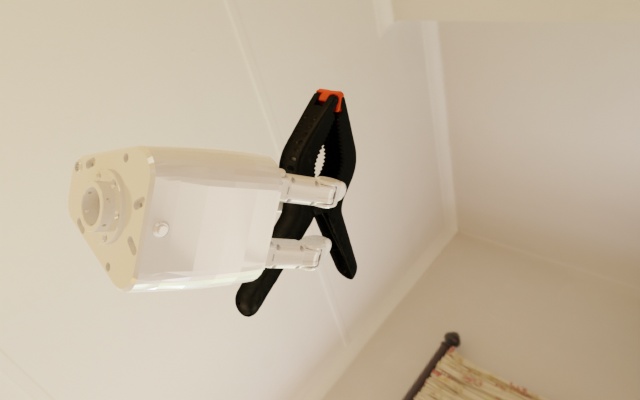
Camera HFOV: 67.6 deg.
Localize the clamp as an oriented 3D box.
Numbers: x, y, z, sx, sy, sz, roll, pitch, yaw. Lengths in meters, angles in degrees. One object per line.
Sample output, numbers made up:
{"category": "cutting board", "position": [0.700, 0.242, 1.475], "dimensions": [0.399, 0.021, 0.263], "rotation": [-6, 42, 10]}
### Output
{"category": "clamp", "position": [-0.001, 0.001, 0.465], "dimensions": [0.036, 0.210, 0.164], "rotation": [19, 10, 36]}
